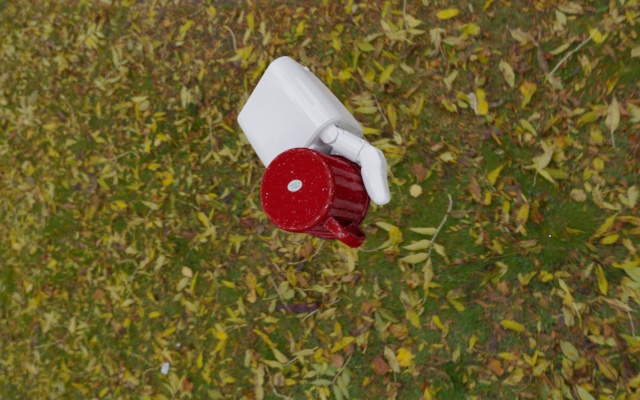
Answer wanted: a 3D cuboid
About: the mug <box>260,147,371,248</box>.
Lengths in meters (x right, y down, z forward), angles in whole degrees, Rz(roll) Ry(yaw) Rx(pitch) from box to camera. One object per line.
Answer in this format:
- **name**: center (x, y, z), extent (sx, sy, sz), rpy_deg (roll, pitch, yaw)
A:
- **mug**: center (0.001, 0.003, 0.474), extent (0.093, 0.117, 0.081), rpy_deg (-44, -22, 16)
